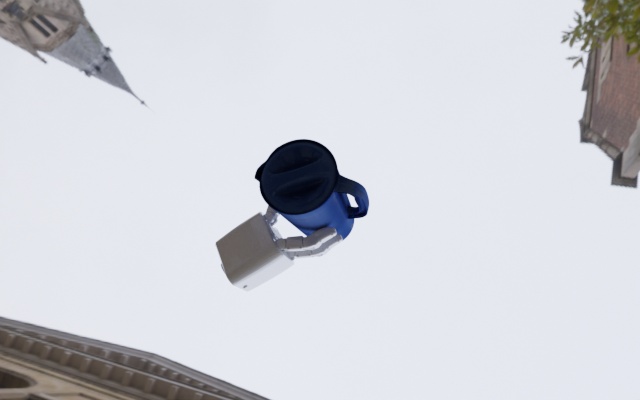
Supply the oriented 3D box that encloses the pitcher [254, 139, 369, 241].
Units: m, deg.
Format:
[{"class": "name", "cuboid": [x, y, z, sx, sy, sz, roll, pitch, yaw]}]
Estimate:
[{"class": "pitcher", "cuboid": [0.000, 0.003, 0.864, 0.145, 0.149, 0.243, -35, -25, 0]}]
